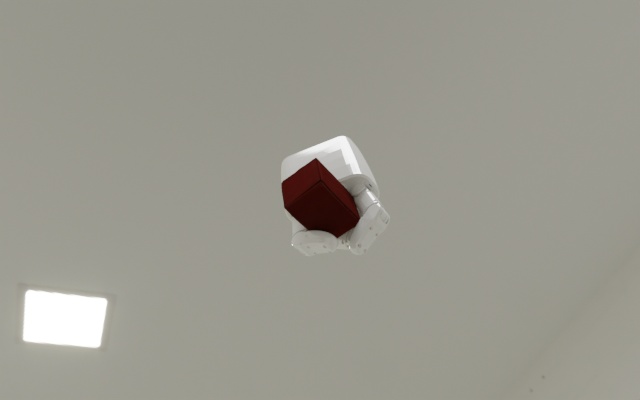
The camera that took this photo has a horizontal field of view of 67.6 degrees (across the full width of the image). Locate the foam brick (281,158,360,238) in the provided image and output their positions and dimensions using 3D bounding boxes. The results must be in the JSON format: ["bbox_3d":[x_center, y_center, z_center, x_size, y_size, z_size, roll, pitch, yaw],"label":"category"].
[{"bbox_3d":[0.000,0.002,0.540,0.053,0.051,0.078,-34,-55,16],"label":"foam brick"}]
